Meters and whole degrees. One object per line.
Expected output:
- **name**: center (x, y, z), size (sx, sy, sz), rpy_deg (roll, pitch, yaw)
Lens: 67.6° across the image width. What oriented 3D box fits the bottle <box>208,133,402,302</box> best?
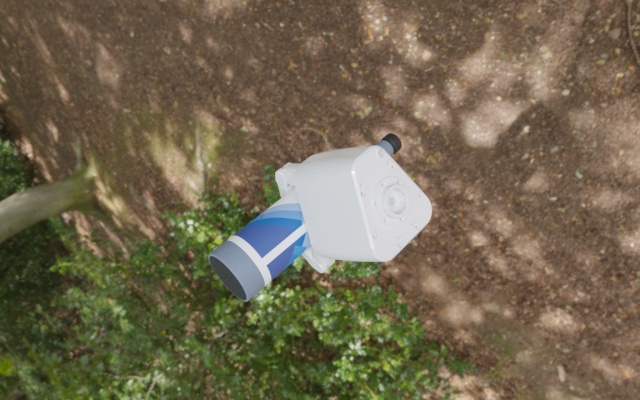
- **bottle**: center (0.000, 0.002, 0.587), size (0.295, 0.069, 0.069), rpy_deg (-39, 21, -27)
